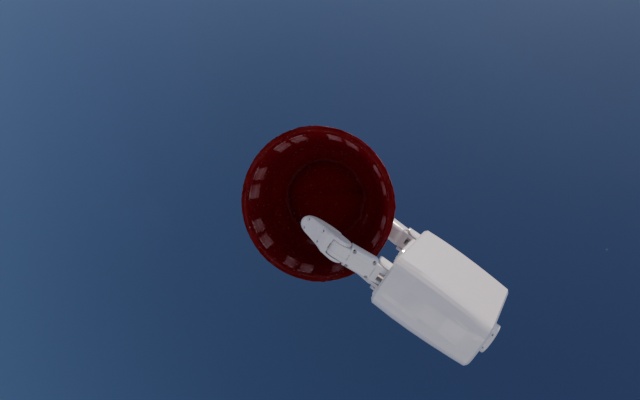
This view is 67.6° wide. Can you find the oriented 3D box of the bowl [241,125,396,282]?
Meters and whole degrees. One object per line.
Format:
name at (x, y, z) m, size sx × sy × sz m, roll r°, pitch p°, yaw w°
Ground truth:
bowl at (-0.001, 0.001, 0.514) m, size 0.162 × 0.162 × 0.055 m, roll 0°, pitch 8°, yaw 11°
